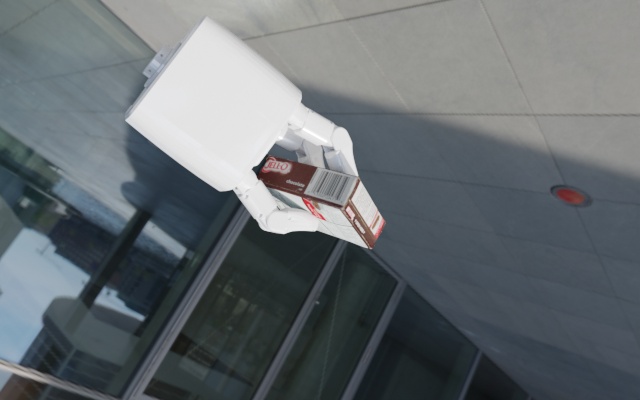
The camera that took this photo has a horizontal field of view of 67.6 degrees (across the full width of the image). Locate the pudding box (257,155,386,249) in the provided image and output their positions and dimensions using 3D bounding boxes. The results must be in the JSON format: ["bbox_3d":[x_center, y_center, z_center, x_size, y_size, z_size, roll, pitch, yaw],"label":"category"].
[{"bbox_3d":[0.000,0.002,0.490,0.113,0.039,0.090,18,-20,34],"label":"pudding box"}]
